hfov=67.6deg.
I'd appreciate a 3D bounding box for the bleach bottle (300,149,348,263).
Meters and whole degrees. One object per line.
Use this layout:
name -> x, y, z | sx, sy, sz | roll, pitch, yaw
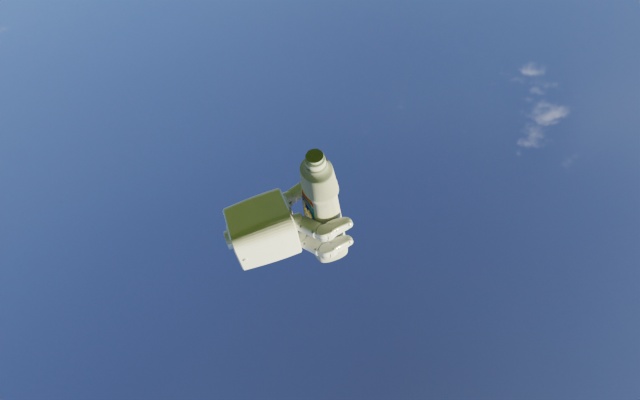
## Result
bleach bottle -> 0.000, 0.003, 0.803 | 0.068, 0.102, 0.251 | -20, -36, -8
